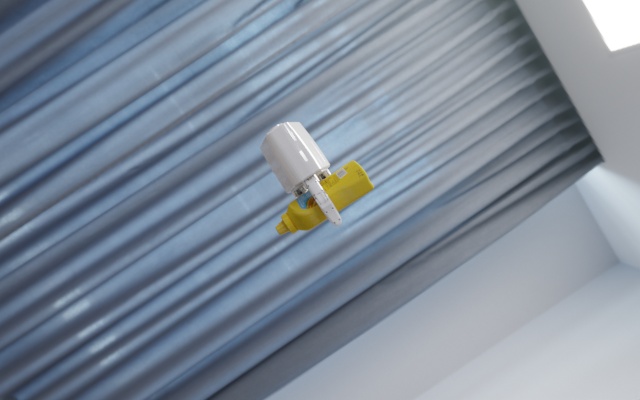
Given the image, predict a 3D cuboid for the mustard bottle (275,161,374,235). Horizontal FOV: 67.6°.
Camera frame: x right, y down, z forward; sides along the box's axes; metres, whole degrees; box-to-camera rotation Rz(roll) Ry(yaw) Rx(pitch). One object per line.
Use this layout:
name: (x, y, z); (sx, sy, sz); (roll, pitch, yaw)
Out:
mustard bottle: (0.001, 0.003, 0.878); (0.191, 0.058, 0.096); (-33, 25, 0)
